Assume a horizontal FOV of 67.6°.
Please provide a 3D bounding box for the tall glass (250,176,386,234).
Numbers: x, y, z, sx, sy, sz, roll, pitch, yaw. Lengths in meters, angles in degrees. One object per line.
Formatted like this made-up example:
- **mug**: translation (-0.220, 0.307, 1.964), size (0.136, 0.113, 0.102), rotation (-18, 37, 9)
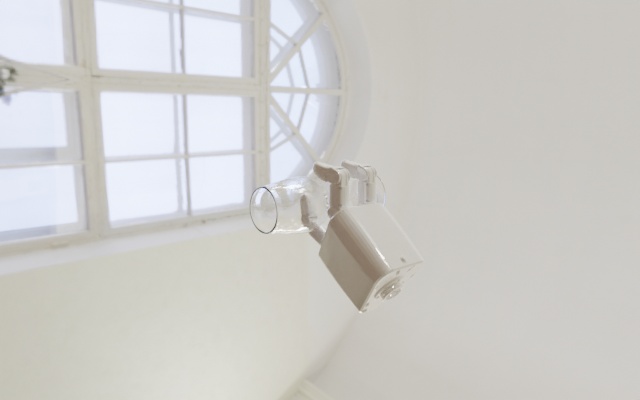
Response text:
- **tall glass**: translation (0.001, 0.002, 0.678), size (0.201, 0.079, 0.079), rotation (-8, 5, -41)
